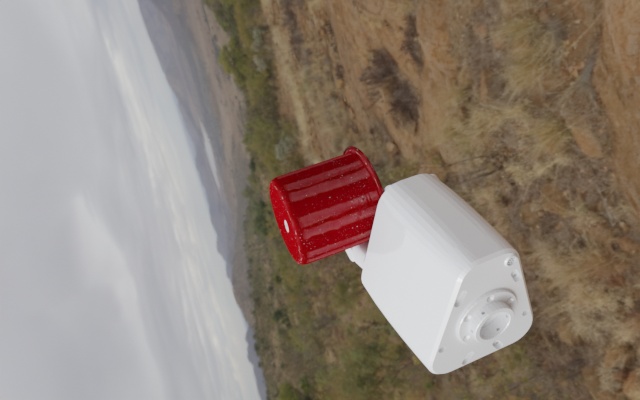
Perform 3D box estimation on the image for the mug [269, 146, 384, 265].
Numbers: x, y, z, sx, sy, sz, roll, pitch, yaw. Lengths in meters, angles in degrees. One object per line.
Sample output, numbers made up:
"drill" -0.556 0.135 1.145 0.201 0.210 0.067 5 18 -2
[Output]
"mug" -0.001 0.001 0.439 0.081 0.093 0.117 -19 36 -14
